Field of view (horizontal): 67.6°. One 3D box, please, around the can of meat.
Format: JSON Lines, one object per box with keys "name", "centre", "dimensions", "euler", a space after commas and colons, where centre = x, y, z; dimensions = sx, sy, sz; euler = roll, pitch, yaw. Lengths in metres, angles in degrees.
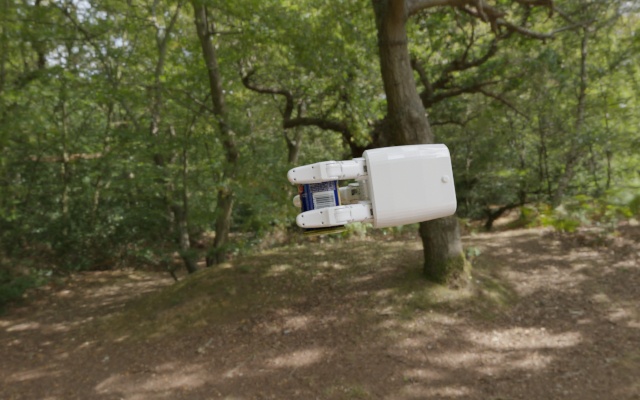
{"name": "can of meat", "centre": [0.000, 0.002, 0.633], "dimensions": [0.057, 0.084, 0.102], "euler": [-7, -2, 0]}
